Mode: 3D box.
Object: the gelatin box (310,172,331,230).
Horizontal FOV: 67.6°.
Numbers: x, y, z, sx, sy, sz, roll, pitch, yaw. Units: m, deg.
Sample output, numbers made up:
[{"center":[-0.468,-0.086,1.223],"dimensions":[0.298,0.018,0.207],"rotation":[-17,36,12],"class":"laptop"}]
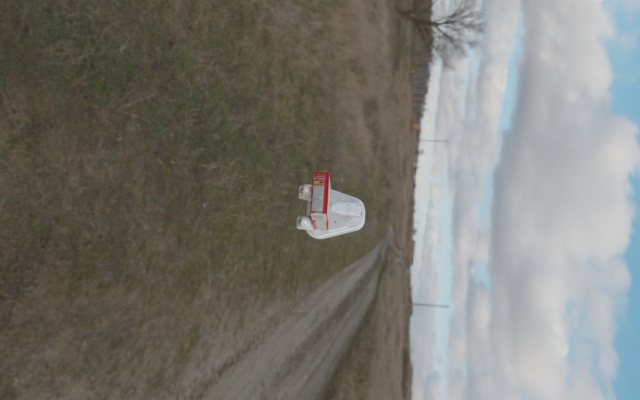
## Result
[{"center":[0.001,0.003,0.806],"dimensions":[0.030,0.073,0.089],"rotation":[3,-20,4],"class":"gelatin box"}]
